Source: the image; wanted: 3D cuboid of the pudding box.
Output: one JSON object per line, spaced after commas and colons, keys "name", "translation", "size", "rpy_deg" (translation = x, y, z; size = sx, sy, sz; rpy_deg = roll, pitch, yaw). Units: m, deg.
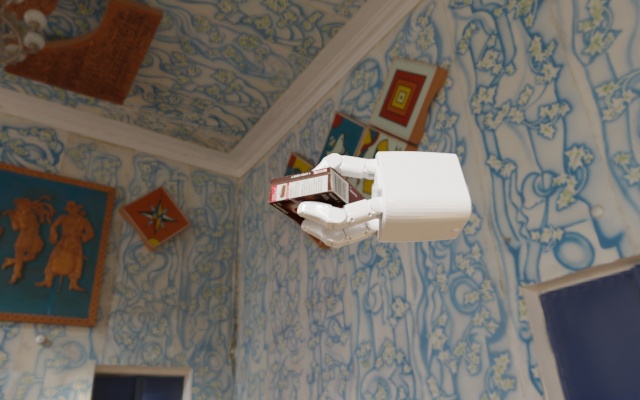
{"name": "pudding box", "translation": [0.000, 0.002, 0.621], "size": [0.090, 0.039, 0.113], "rpy_deg": [-11, -29, 26]}
